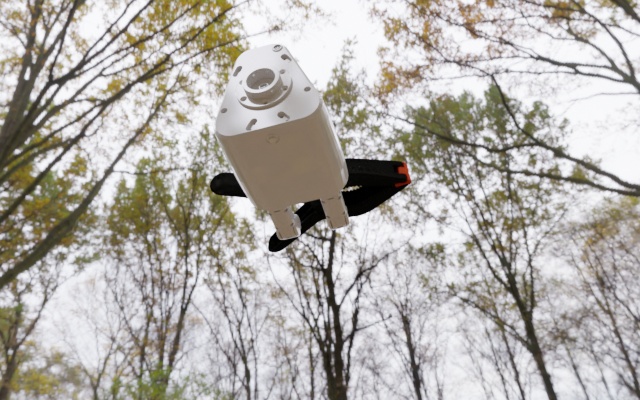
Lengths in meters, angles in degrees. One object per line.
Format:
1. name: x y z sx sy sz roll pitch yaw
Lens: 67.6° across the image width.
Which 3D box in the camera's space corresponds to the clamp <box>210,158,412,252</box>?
1. clamp: 0.000 0.001 0.556 0.210 0.036 0.165 -12 -33 6
